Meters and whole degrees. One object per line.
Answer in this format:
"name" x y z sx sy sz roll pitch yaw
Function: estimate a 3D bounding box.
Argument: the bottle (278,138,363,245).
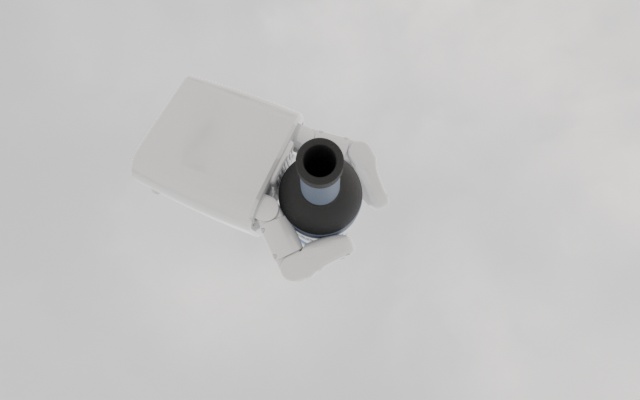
"bottle" 0.000 0.001 0.412 0.069 0.069 0.296 0 -9 0
